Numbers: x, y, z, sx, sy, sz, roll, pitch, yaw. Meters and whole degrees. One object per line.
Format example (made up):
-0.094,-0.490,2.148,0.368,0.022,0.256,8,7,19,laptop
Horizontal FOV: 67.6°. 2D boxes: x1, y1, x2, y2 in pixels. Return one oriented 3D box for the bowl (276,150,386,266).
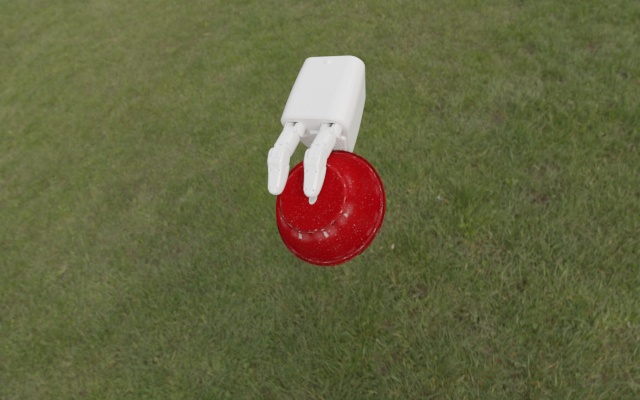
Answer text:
0.000,0.003,0.620,0.162,0.162,0.055,0,-14,25,bowl
